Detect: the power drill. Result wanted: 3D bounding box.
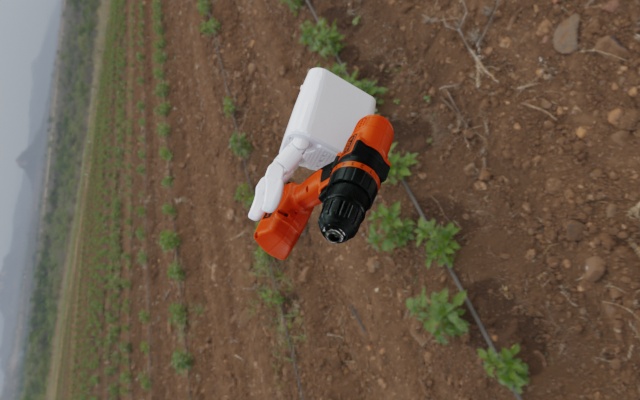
[{"bbox_3d":[0.000,0.002,0.550,0.057,0.184,0.188,42,-45,-16],"label":"power drill"}]
